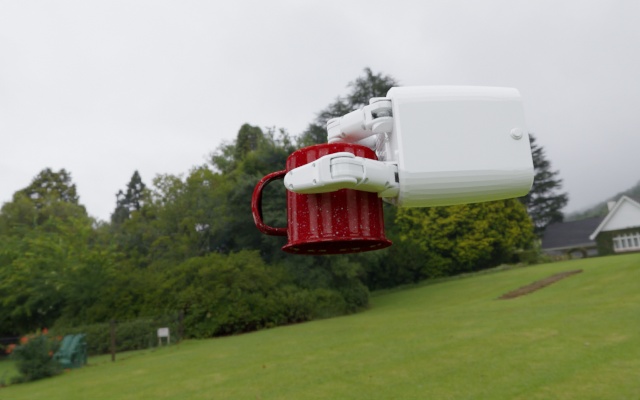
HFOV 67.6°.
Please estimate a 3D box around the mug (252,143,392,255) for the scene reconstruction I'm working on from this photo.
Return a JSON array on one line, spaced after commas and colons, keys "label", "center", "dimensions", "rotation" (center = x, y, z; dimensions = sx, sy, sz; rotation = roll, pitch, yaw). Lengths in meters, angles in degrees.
[{"label": "mug", "center": [-0.001, 0.001, 0.410], "dimensions": [0.117, 0.081, 0.093], "rotation": [-2, -13, -5]}]
